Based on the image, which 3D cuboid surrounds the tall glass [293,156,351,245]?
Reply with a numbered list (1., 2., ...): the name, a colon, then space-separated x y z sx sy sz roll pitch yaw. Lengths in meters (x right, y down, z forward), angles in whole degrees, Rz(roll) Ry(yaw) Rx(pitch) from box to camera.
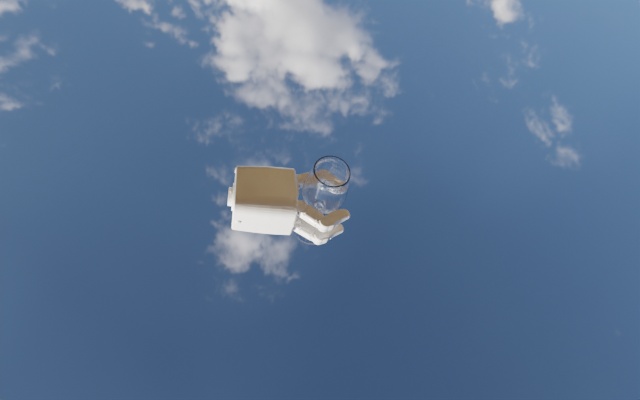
1. tall glass: 0.000 0.003 0.854 0.079 0.079 0.201 0 -30 -13
